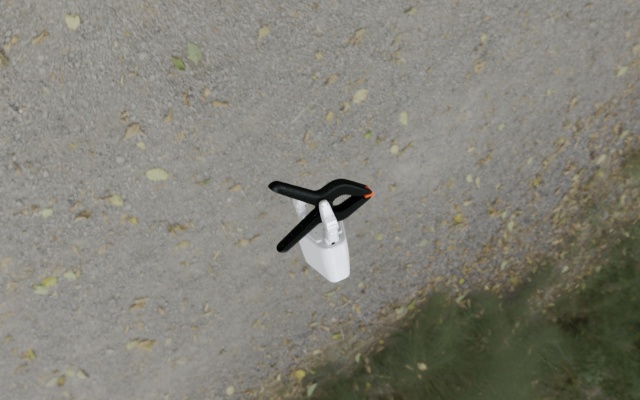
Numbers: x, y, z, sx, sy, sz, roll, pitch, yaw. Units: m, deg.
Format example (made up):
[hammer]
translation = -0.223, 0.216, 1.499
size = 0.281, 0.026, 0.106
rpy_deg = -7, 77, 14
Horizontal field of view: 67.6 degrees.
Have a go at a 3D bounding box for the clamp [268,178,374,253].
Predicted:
[clamp]
translation = 0.001, 0.003, 0.895
size = 0.210, 0.165, 0.036
rpy_deg = -22, 43, -12
